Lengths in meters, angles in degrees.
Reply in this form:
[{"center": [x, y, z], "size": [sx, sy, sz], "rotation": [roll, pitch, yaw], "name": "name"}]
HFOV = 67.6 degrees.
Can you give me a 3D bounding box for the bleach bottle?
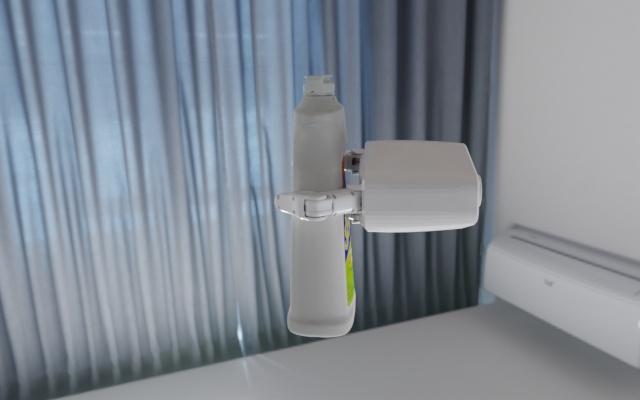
[{"center": [0.000, 0.002, 0.487], "size": [0.068, 0.251, 0.102], "rotation": [0, 12, 8], "name": "bleach bottle"}]
